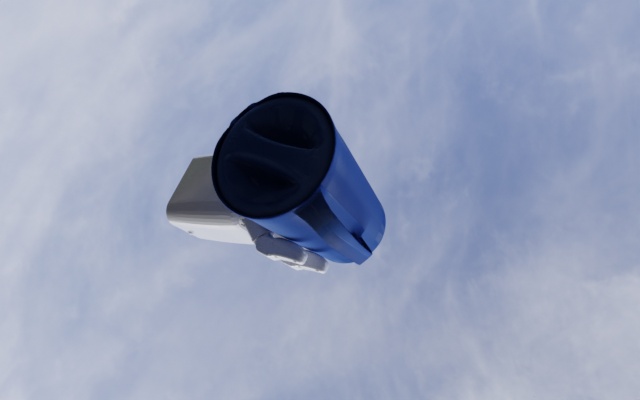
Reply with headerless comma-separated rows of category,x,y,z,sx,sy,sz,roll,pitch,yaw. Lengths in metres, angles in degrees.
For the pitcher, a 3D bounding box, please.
pitcher,0.000,0.002,0.546,0.145,0.149,0.243,0,-20,24
